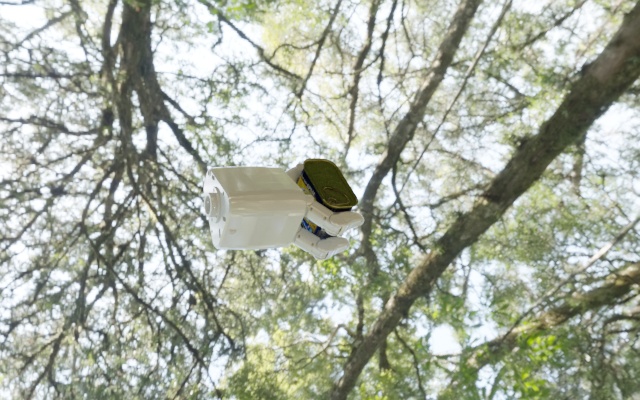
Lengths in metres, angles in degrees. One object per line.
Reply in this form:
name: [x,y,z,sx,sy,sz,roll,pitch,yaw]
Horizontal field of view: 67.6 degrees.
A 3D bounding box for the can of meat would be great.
can of meat: [0.000,0.002,0.701,0.057,0.084,0.102,-3,46,-32]
